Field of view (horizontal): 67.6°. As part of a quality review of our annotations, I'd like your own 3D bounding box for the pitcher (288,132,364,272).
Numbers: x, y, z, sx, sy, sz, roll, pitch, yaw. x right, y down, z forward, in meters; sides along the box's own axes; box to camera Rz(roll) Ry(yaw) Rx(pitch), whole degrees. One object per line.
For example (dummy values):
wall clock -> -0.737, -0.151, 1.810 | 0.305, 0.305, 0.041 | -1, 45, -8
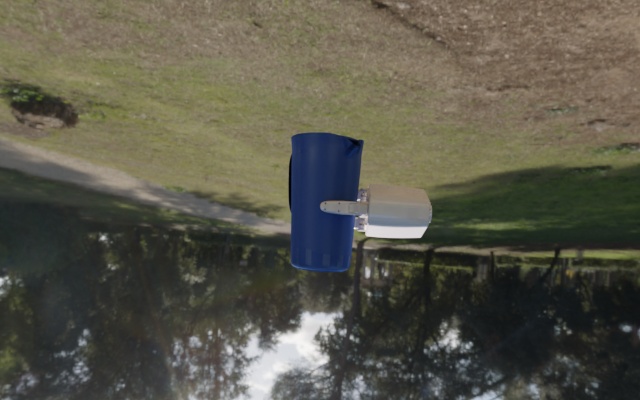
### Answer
pitcher -> 0.000, 0.003, 0.874 | 0.145, 0.243, 0.149 | 3, -3, 5
